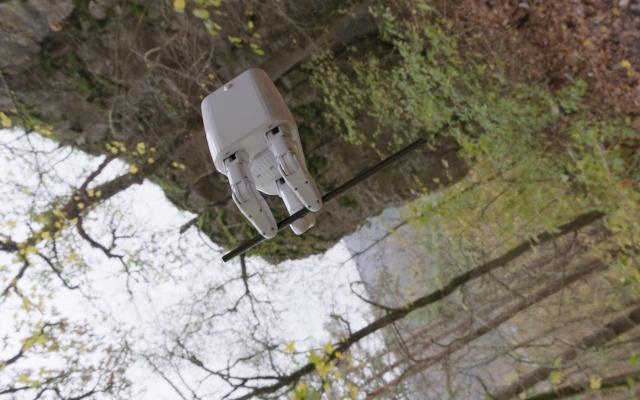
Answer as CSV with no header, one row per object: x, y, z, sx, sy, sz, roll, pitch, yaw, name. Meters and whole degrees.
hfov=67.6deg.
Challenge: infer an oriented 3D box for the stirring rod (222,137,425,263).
0.000,0.002,0.491,0.239,0.011,0.011,-31,-4,7,stirring rod
